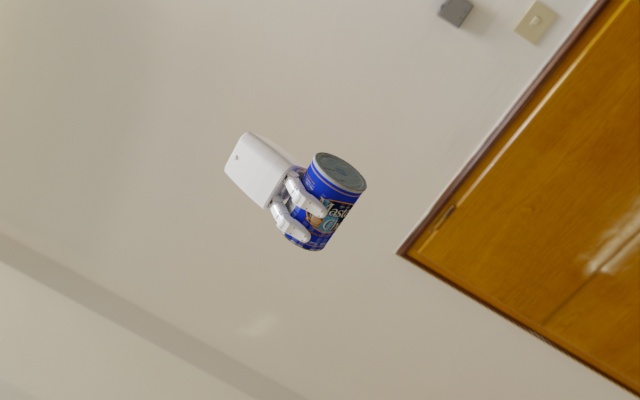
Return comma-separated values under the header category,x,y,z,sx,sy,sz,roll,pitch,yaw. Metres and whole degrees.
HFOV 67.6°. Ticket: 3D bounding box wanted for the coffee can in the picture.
category,x,y,z,sx,sy,sz,roll,pitch,yaw
coffee can,0.000,0.003,0.826,0.103,0.140,0.102,27,26,-14
